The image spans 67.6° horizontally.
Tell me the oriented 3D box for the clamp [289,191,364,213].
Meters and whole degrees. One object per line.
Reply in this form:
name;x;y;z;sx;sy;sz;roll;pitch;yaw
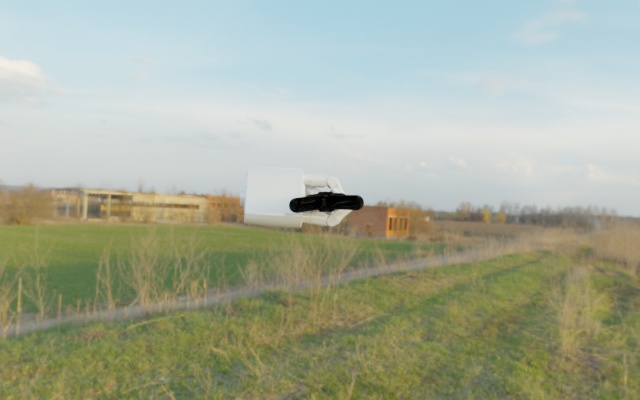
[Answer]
clamp;0.000;0.002;0.839;0.120;0.039;0.171;3;0;-9
